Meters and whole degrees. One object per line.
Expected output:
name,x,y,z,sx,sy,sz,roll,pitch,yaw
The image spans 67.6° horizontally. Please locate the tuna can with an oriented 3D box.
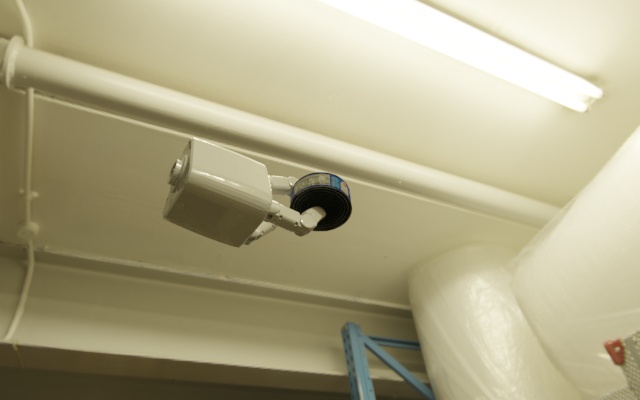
tuna can,0.000,0.002,0.663,0.086,0.086,0.033,0,43,-2
